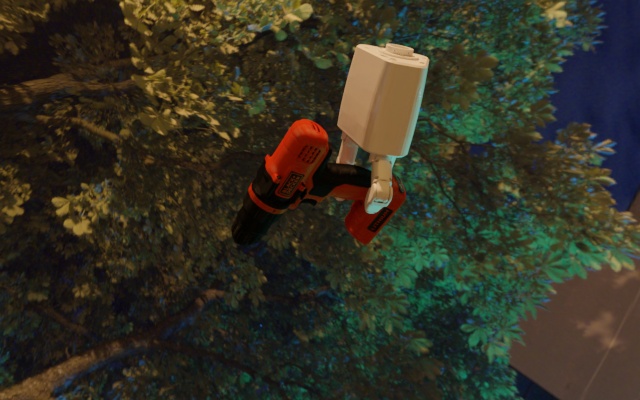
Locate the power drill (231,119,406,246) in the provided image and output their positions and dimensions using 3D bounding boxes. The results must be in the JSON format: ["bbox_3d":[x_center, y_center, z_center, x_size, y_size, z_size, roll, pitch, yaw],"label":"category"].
[{"bbox_3d":[0.001,0.002,0.601,0.188,0.184,0.057,16,35,-35],"label":"power drill"}]
